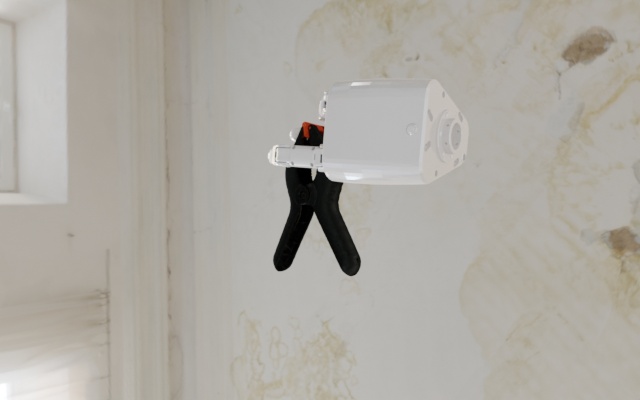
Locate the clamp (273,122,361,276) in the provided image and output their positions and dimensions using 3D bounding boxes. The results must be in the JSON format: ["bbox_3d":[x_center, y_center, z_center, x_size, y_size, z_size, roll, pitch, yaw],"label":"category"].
[{"bbox_3d":[0.000,0.002,0.515,0.120,0.171,0.039,7,4,37],"label":"clamp"}]
